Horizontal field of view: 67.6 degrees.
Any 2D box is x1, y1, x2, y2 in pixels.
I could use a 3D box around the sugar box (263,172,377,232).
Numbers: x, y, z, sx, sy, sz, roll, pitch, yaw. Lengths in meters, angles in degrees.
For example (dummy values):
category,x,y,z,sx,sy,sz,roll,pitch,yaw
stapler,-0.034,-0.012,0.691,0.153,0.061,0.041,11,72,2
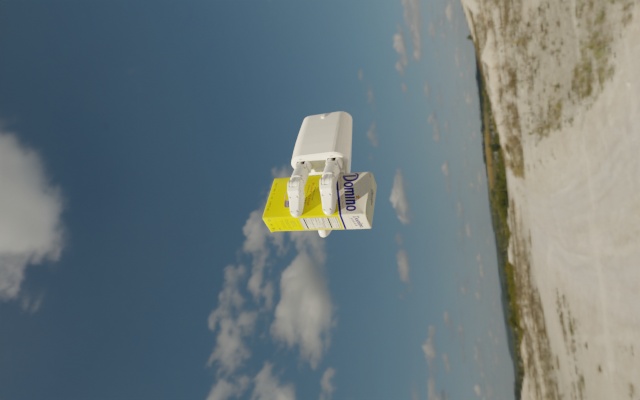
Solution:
category,x,y,z,sx,sy,sz,roll,pitch,yaw
sugar box,0.000,0.002,0.791,0.176,0.093,0.048,-5,-41,20
